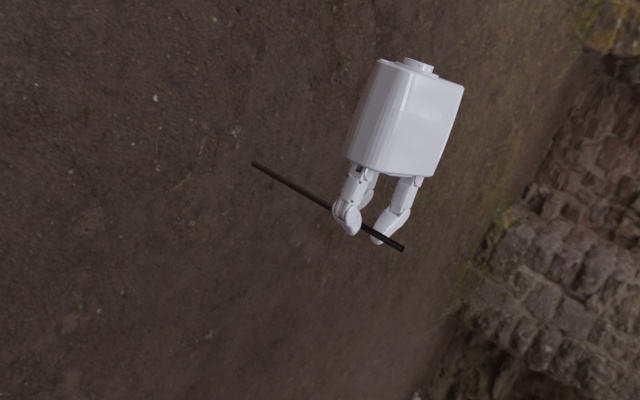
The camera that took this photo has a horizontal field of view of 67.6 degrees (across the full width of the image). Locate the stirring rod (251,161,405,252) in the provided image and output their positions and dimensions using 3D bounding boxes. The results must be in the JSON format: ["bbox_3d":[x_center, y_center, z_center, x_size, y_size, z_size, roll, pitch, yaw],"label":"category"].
[{"bbox_3d":[0.000,0.002,0.587,0.239,0.011,0.011,30,16,29],"label":"stirring rod"}]
